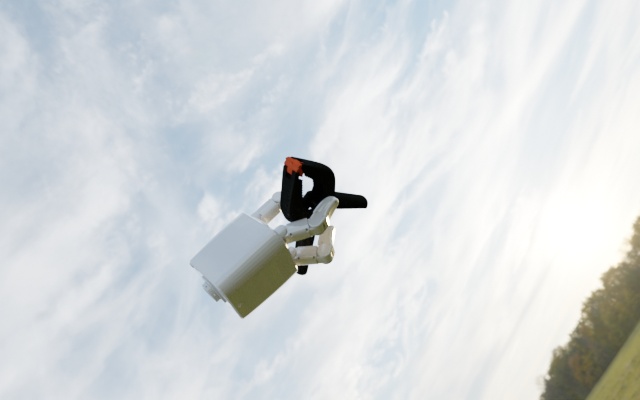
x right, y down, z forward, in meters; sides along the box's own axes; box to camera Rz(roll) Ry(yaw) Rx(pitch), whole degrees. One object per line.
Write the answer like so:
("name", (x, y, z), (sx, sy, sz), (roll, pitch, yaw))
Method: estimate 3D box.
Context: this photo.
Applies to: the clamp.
("clamp", (-0.001, 0.002, 0.696), (0.036, 0.164, 0.210), (33, -24, 34))
